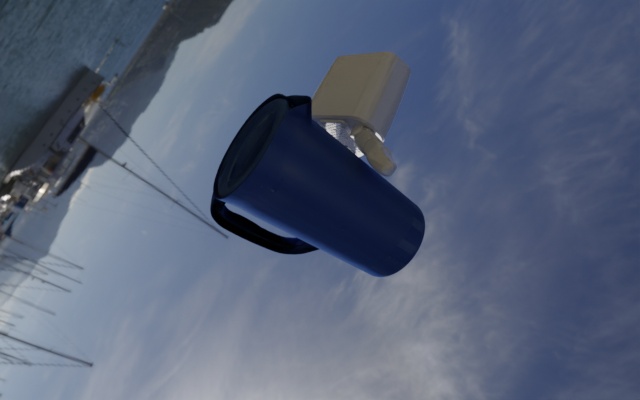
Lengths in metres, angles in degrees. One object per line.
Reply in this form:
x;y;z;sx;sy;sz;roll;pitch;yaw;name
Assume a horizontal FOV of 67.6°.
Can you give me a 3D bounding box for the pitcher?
0.000;0.002;0.569;0.243;0.145;0.149;33;-20;-26;pitcher
